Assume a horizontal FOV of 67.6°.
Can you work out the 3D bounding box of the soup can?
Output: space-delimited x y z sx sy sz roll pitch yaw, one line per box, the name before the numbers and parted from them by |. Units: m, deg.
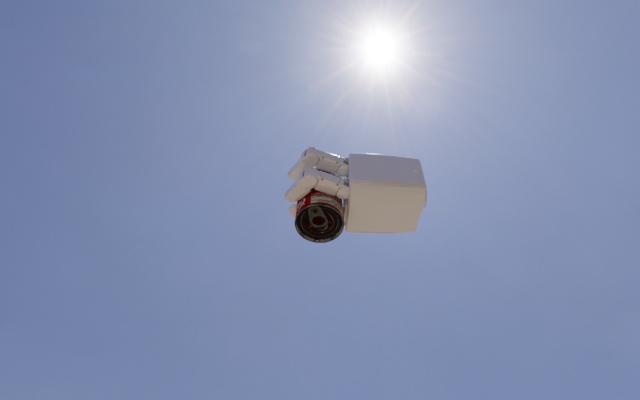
soup can | 0.000 0.002 0.690 0.068 0.069 0.102 0 37 2
